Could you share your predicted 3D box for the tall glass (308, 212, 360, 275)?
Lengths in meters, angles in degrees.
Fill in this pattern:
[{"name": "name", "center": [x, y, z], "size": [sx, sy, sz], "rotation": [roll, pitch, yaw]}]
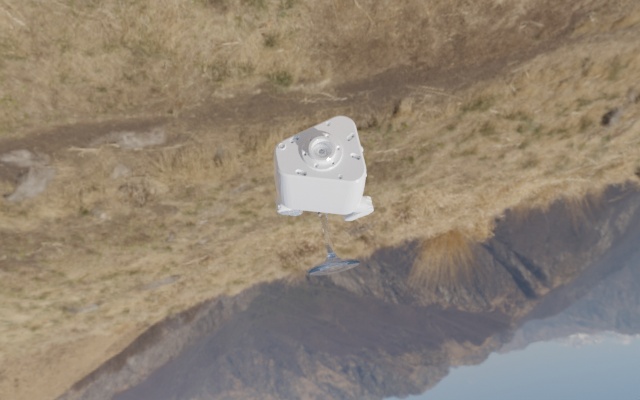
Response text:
[{"name": "tall glass", "center": [0.000, 0.003, 0.700], "size": [0.079, 0.201, 0.079], "rotation": [-10, -19, -4]}]
